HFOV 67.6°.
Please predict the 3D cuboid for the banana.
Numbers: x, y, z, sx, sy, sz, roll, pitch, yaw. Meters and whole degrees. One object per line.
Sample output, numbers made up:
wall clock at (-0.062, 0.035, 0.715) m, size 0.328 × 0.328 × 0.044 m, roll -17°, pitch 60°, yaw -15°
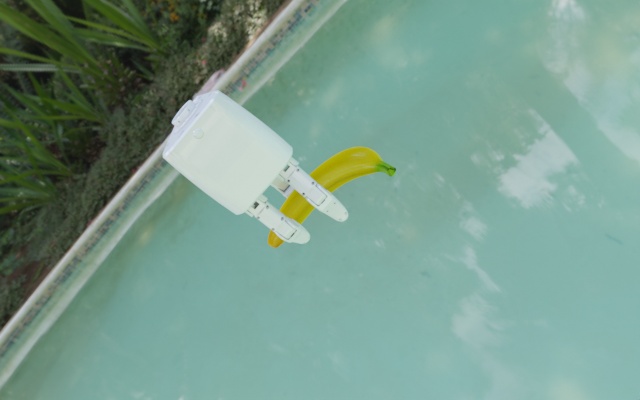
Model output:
banana at (0.002, -0.012, 0.599) m, size 0.198 × 0.069 × 0.037 m, roll -35°, pitch -55°, yaw 27°
